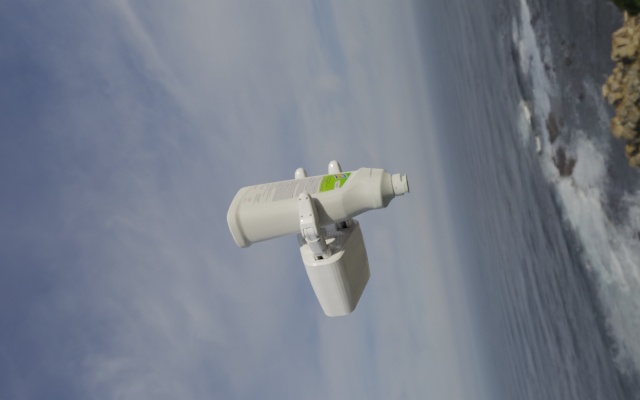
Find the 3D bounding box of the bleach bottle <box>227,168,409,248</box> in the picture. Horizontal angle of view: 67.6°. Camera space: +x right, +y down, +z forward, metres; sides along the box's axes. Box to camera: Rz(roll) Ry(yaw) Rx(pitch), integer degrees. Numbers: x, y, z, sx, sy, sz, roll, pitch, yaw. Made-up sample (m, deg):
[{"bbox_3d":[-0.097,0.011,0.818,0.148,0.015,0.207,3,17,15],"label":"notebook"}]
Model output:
[{"bbox_3d":[0.000,0.002,0.685,0.251,0.068,0.102,-10,30,13],"label":"bleach bottle"}]
